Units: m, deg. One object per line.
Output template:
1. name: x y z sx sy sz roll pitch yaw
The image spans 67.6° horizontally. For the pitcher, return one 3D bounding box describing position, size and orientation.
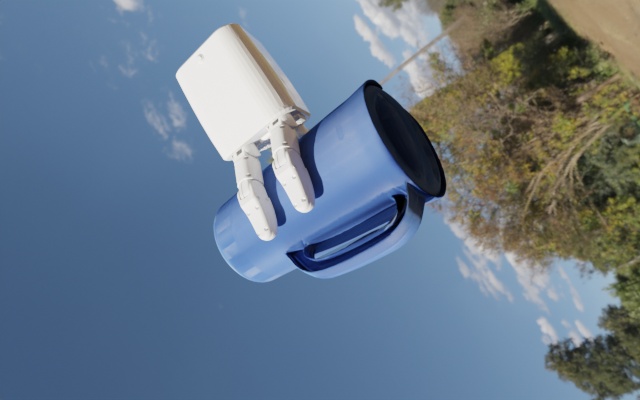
1. pitcher: 0.000 0.001 0.505 0.243 0.145 0.149 -34 -1 29
